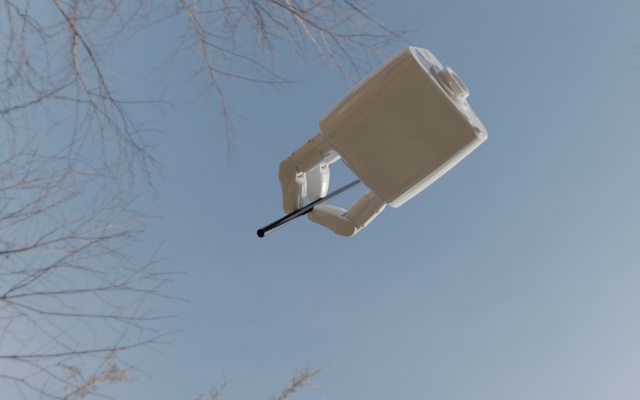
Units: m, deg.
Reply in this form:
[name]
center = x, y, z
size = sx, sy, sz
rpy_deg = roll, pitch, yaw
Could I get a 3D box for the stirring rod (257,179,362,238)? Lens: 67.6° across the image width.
[stirring rod]
center = 0.000, 0.002, 0.522
size = 0.011, 0.011, 0.239
rpy_deg = 0, 13, 27
